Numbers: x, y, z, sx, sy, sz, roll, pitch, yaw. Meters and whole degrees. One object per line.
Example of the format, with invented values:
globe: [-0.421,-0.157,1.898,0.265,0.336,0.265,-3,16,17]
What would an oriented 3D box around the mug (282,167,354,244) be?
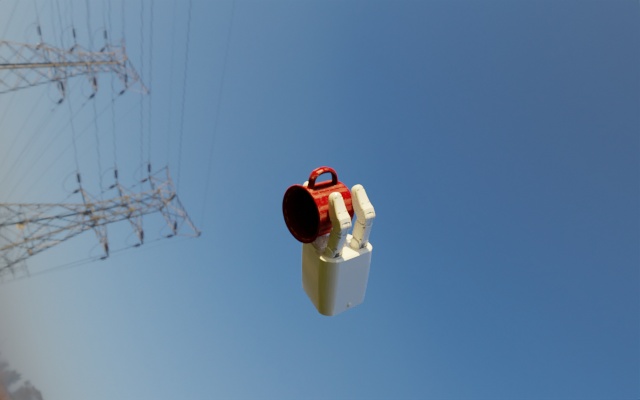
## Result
mug: [0.000,0.001,0.751,0.081,0.117,0.093,-15,30,-39]
